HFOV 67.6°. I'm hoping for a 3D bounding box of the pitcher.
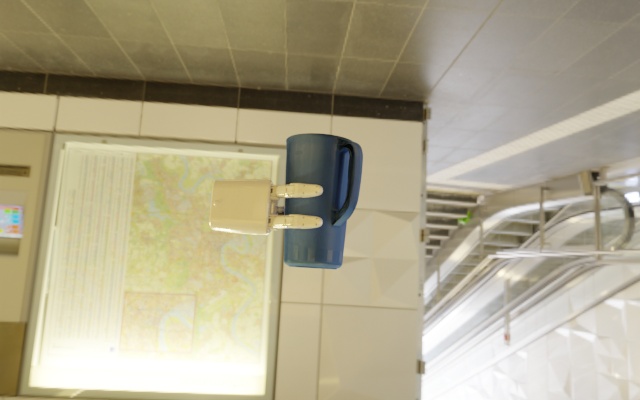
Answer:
[{"bbox_3d":[0.000,0.003,0.881,0.145,0.243,0.149,3,-8,3],"label":"pitcher"}]
